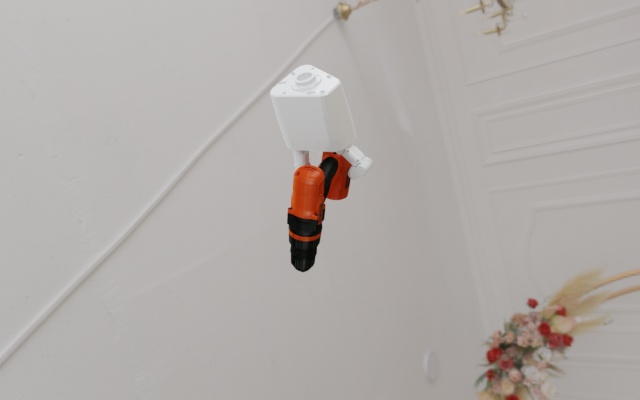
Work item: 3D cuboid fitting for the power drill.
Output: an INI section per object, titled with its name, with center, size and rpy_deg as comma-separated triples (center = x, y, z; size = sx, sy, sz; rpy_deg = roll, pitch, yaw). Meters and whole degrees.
[power drill]
center = 0.000, 0.002, 0.789
size = 0.057, 0.184, 0.187
rpy_deg = 14, 32, 12
